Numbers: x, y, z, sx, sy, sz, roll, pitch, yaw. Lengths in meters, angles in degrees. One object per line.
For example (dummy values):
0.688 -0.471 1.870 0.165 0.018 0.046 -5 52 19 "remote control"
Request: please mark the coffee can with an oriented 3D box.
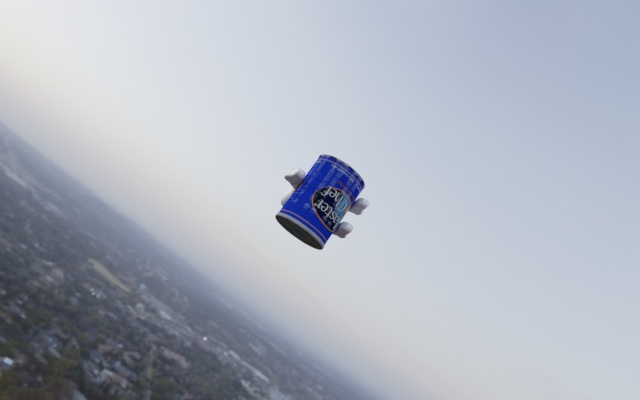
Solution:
0.000 0.003 0.857 0.103 0.140 0.103 32 -16 11 "coffee can"
